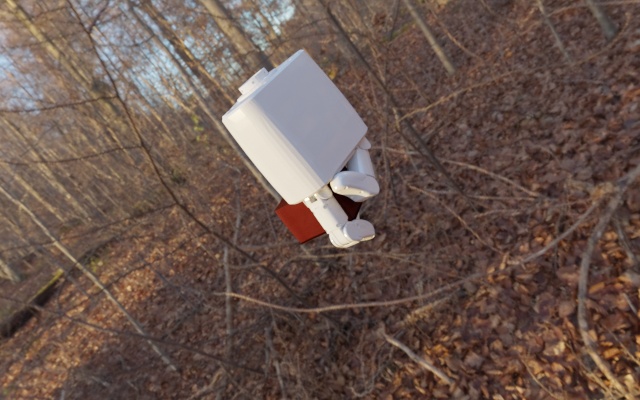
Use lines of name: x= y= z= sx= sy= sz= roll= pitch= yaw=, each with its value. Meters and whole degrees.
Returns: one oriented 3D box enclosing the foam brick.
foam brick: x=0.000 y=0.002 z=0.514 sx=0.078 sy=0.051 sz=0.053 roll=-27 pitch=23 yaw=35
